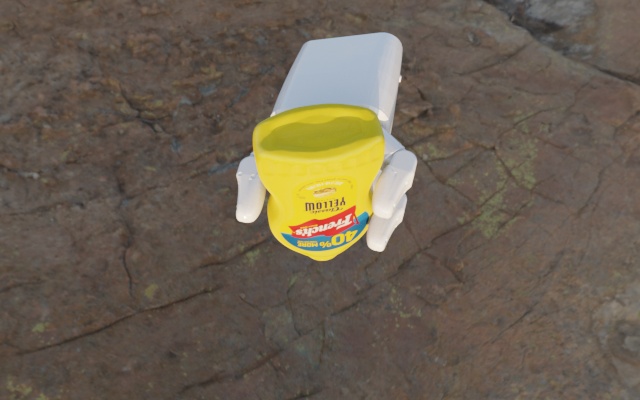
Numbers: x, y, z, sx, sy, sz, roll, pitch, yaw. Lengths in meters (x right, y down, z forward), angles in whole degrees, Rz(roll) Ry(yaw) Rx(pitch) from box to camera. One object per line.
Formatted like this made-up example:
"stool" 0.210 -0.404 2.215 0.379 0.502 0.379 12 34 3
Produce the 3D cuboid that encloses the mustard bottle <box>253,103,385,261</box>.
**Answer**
"mustard bottle" 0.000 0.002 0.420 0.096 0.058 0.192 -9 -33 -5
